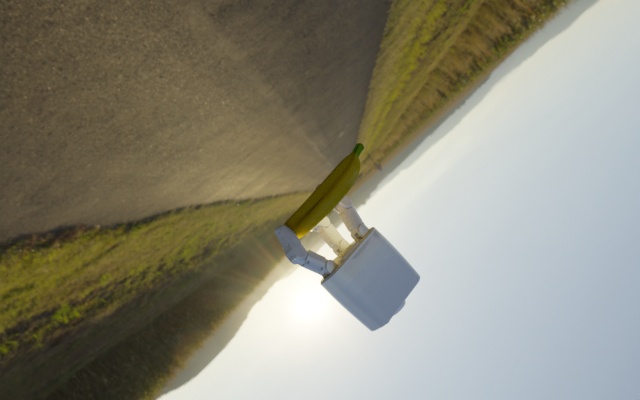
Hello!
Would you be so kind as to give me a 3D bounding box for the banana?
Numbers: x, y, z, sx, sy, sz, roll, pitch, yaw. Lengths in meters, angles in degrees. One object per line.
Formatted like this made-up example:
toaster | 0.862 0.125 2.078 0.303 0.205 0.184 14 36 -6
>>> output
banana | -0.002 0.005 0.678 0.037 0.198 0.069 42 22 -1
